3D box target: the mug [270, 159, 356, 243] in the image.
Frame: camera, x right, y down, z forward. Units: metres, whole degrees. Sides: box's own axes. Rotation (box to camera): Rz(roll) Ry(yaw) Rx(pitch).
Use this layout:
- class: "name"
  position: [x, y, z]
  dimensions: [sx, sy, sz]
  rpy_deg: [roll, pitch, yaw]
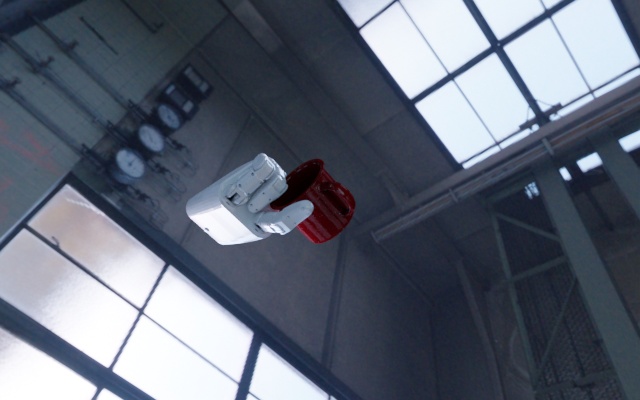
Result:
- class: "mug"
  position: [0.001, 0.002, 0.640]
  dimensions: [0.117, 0.093, 0.081]
  rpy_deg: [-14, -53, 48]
